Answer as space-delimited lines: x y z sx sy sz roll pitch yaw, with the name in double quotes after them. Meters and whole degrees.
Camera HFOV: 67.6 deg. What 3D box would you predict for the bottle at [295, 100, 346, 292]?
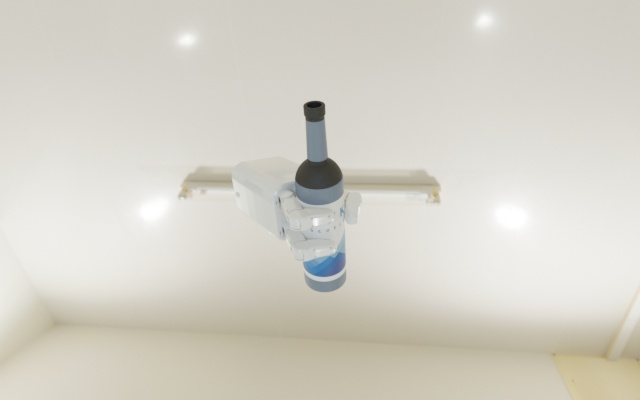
0.000 0.002 0.670 0.069 0.296 0.069 -2 36 2 "bottle"
